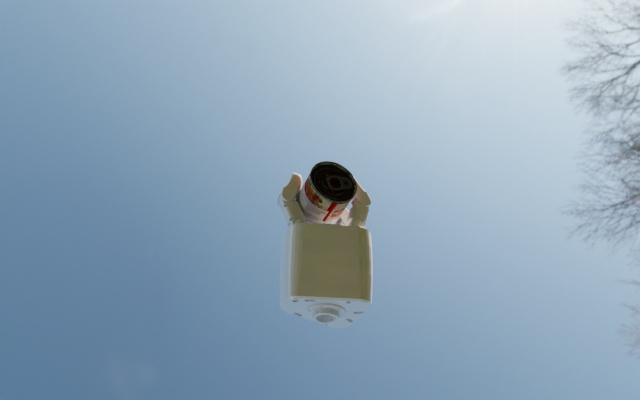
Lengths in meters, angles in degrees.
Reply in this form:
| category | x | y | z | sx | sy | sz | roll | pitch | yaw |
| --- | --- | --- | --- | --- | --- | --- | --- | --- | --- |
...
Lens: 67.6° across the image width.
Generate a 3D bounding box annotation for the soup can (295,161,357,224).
| category | x | y | z | sx | sy | sz | roll | pitch | yaw |
| --- | --- | --- | --- | --- | --- | --- | --- | --- | --- |
| soup can | 0.000 | 0.002 | 0.676 | 0.068 | 0.068 | 0.102 | 0 | -34 | -26 |
